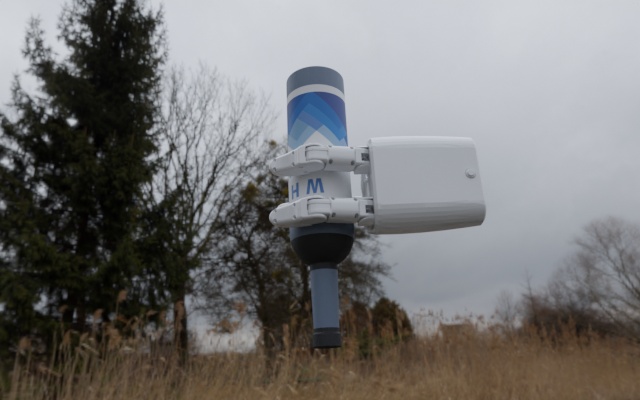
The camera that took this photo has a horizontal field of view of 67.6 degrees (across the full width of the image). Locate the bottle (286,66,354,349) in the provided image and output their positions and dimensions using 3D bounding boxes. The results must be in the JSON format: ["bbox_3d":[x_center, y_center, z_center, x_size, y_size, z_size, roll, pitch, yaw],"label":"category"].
[{"bbox_3d":[0.000,0.001,0.503,0.069,0.295,0.069,-2,-20,-1],"label":"bottle"}]
